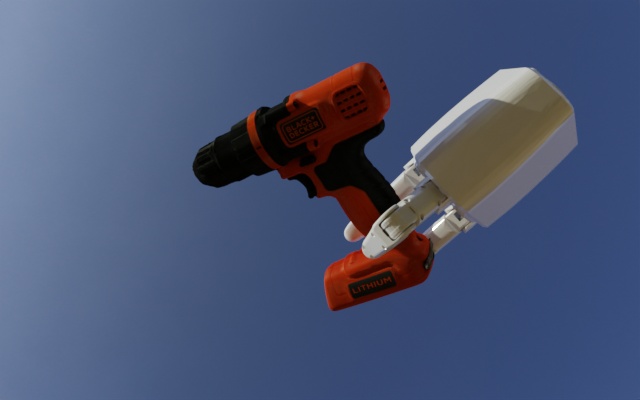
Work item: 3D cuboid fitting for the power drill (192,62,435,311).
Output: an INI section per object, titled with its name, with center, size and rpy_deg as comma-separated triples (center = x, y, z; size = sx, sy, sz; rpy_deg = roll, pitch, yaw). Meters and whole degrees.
[power drill]
center = 0.001, 0.002, 0.411
size = 0.184, 0.188, 0.057
rpy_deg = -22, 17, 23
